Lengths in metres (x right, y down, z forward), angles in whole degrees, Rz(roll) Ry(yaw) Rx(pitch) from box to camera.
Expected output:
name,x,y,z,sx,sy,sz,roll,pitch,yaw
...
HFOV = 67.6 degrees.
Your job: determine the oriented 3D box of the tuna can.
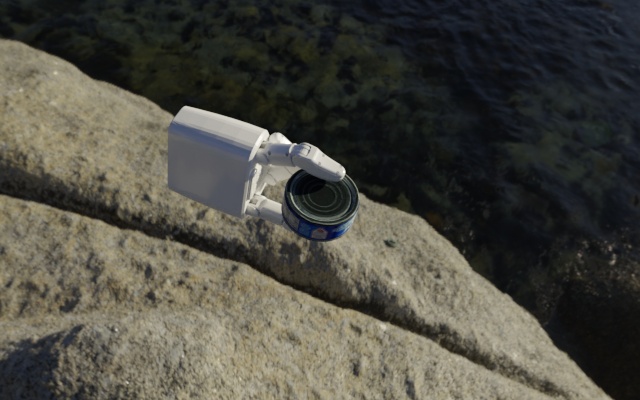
name,x,y,z,sx,sy,sz,roll,pitch,yaw
tuna can,0.000,0.001,0.536,0.086,0.086,0.034,0,-36,-12
